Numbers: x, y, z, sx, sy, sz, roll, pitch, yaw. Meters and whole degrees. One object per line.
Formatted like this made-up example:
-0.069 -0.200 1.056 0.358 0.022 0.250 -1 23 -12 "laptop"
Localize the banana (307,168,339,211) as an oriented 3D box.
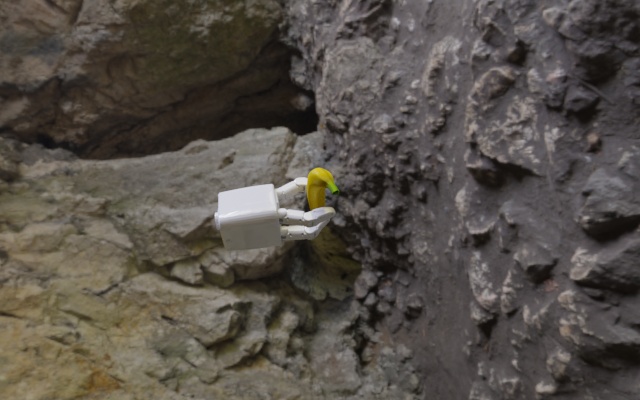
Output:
-0.003 -0.016 0.875 0.037 0.069 0.198 -11 -13 -9 "banana"
